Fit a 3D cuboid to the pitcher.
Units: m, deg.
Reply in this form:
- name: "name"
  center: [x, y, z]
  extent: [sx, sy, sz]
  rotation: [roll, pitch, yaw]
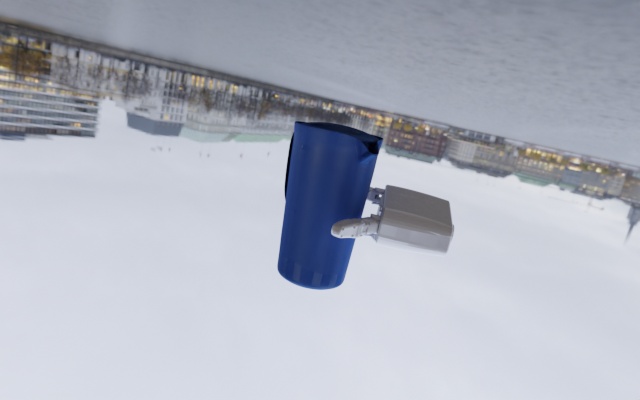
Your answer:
- name: "pitcher"
  center: [0.000, 0.002, 0.733]
  extent: [0.145, 0.243, 0.149]
  rotation: [12, 12, 4]
